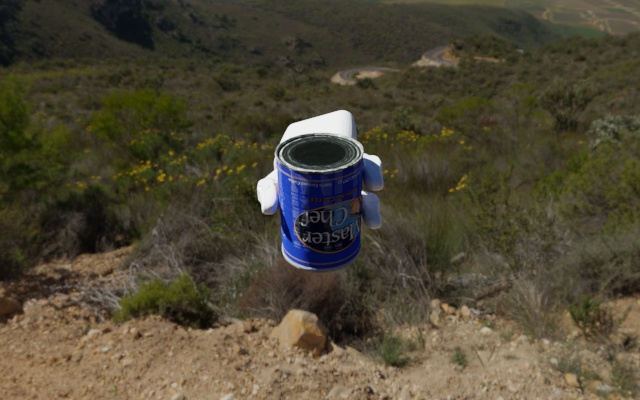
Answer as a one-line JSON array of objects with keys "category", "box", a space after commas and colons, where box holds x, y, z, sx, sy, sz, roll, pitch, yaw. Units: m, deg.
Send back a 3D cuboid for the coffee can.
[{"category": "coffee can", "box": [0.000, 0.002, 0.582, 0.103, 0.140, 0.102, -1, 32, 1]}]
